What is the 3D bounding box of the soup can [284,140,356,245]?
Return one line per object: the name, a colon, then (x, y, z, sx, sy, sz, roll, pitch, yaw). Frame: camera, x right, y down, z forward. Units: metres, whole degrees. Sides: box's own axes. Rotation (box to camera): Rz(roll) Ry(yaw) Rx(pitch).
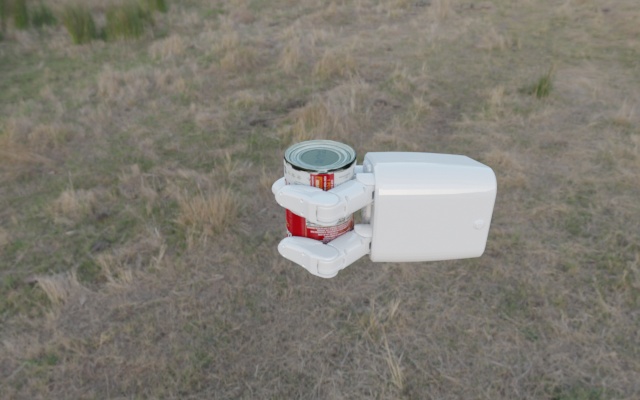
soup can: (0.000, 0.001, 0.457, 0.068, 0.102, 0.068, 0, 30, 0)
